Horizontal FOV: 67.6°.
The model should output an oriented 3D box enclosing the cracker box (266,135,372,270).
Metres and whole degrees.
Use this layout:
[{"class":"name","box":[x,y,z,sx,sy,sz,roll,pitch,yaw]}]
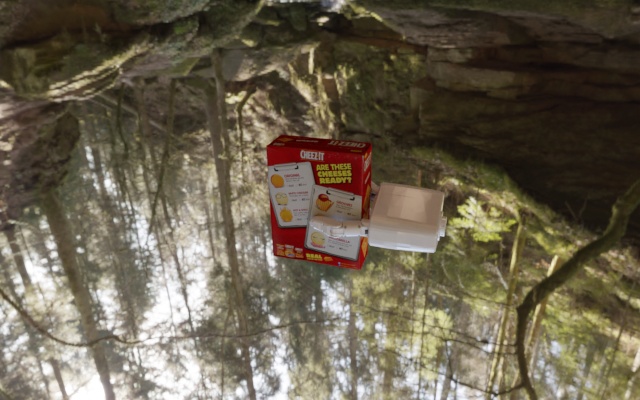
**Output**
[{"class":"cracker box","box":[0.000,0.003,0.817,0.164,0.214,0.072,7,27,16]}]
